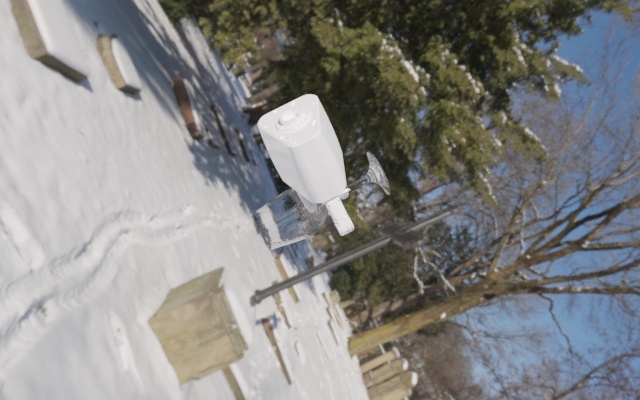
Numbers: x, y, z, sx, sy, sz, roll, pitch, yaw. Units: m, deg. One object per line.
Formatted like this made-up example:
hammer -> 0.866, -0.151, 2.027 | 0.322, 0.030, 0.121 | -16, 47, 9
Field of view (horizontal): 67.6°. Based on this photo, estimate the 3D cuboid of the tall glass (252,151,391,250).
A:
tall glass -> 0.001, 0.002, 0.722 | 0.201, 0.079, 0.079 | -27, 1, -2
